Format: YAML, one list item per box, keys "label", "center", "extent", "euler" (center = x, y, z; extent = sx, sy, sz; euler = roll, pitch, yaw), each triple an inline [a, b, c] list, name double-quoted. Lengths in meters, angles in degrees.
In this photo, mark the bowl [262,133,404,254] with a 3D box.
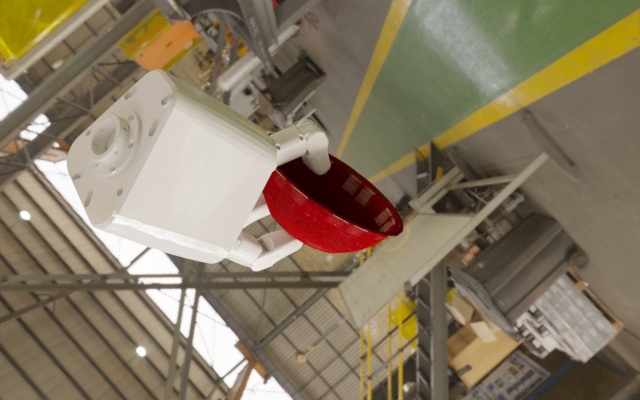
- label: "bowl"
  center: [0.001, 0.002, 0.470]
  extent: [0.162, 0.055, 0.162]
  euler: [29, 20, -12]
